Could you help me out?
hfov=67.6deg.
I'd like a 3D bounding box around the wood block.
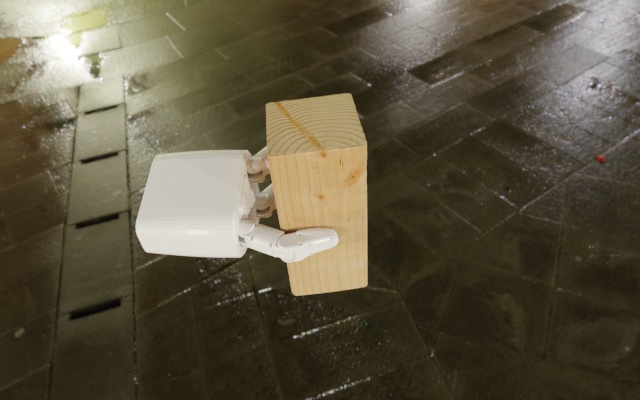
[{"bbox_3d":[0.000,0.002,0.518,0.090,0.206,0.090,-7,43,-1],"label":"wood block"}]
